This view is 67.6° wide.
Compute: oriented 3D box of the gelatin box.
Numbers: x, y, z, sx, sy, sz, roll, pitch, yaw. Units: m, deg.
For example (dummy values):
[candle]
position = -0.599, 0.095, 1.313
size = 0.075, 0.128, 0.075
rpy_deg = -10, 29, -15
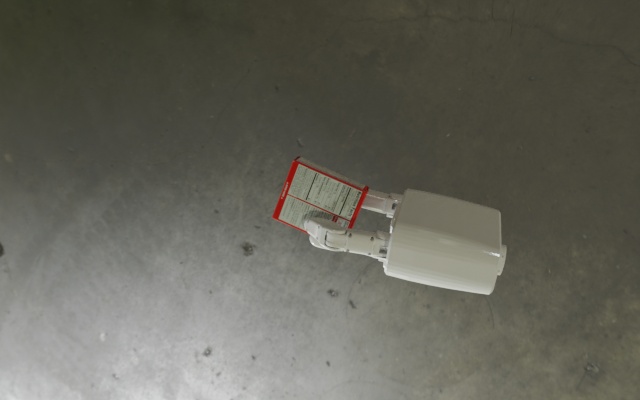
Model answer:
[gelatin box]
position = 0.000, 0.002, 0.534
size = 0.089, 0.073, 0.030
rpy_deg = 23, 18, 6
